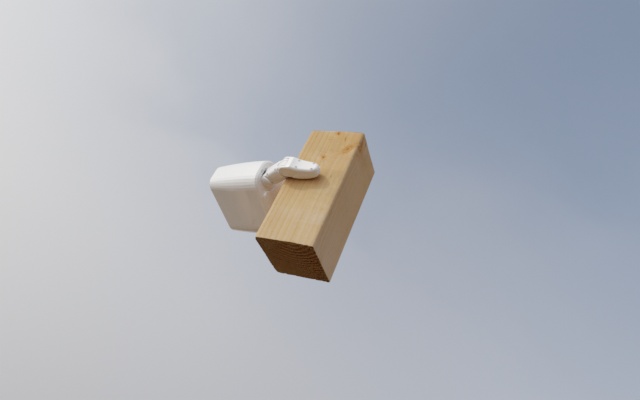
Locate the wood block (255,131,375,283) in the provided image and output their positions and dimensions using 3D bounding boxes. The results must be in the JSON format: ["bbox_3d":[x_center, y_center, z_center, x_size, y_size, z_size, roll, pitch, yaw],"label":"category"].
[{"bbox_3d":[0.000,0.002,0.695,0.090,0.206,0.091,7,-36,26],"label":"wood block"}]
